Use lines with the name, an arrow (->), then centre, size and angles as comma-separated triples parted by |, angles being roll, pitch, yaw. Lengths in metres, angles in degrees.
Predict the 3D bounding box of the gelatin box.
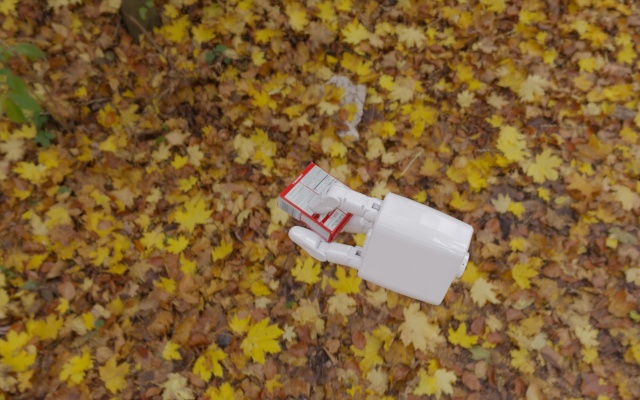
gelatin box -> 0.000, 0.002, 0.625 | 0.089, 0.073, 0.030 | 35, -31, 12
